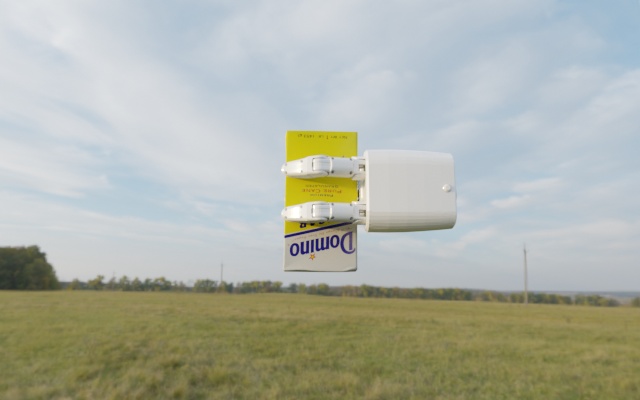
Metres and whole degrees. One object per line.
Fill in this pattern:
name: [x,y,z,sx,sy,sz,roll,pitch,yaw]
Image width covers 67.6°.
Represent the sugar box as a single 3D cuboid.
sugar box: [0.000,0.002,0.604,0.093,0.176,0.048,0,-10,-2]
